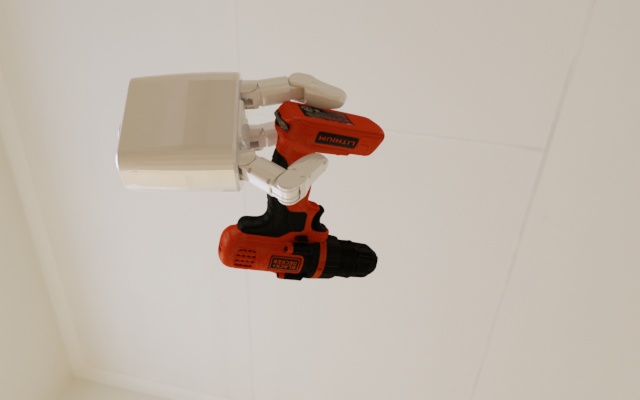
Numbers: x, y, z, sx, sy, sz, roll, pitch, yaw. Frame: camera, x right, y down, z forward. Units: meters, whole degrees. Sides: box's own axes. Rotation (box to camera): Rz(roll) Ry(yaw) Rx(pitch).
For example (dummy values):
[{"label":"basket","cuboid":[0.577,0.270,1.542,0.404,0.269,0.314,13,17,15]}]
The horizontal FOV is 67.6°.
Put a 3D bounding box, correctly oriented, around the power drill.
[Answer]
[{"label":"power drill","cuboid":[0.000,0.001,0.500,0.184,0.188,0.057,8,25,-23]}]
